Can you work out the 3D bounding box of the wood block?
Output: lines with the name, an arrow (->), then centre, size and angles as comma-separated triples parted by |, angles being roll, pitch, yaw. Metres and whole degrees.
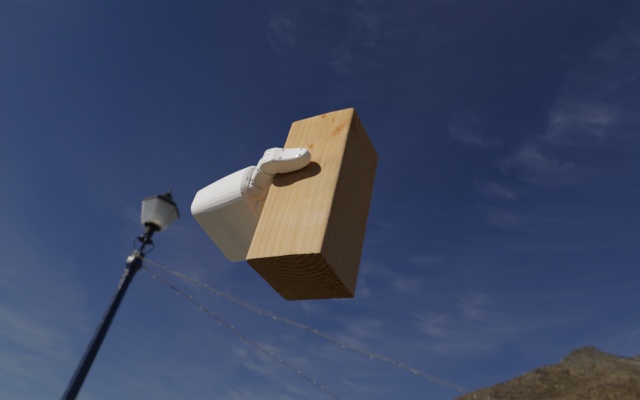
wood block -> 0.000, 0.002, 0.555 | 0.090, 0.206, 0.091 | -8, -42, 27
